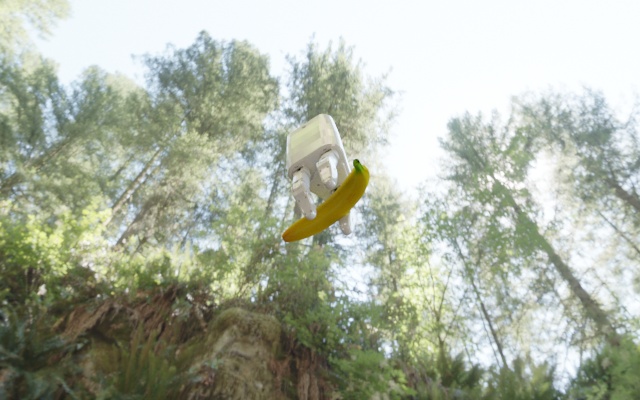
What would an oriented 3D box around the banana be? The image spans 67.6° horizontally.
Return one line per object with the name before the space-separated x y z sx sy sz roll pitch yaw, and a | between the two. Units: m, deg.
banana | 0.017 0.004 0.738 0.069 0.037 0.198 16 -50 -35
